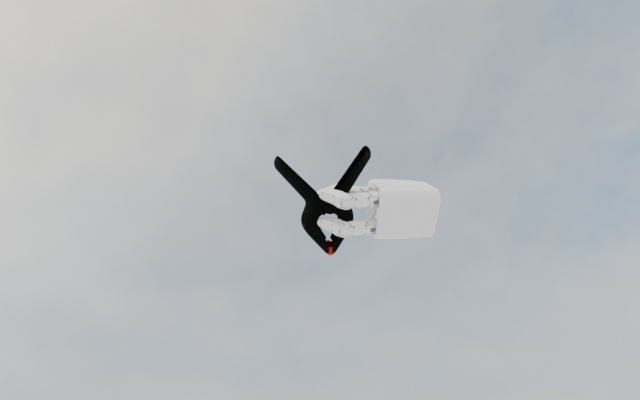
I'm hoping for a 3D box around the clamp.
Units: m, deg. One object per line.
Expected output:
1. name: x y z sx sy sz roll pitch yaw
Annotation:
1. clamp: 0.000 0.003 0.846 0.164 0.210 0.036 0 27 -7
